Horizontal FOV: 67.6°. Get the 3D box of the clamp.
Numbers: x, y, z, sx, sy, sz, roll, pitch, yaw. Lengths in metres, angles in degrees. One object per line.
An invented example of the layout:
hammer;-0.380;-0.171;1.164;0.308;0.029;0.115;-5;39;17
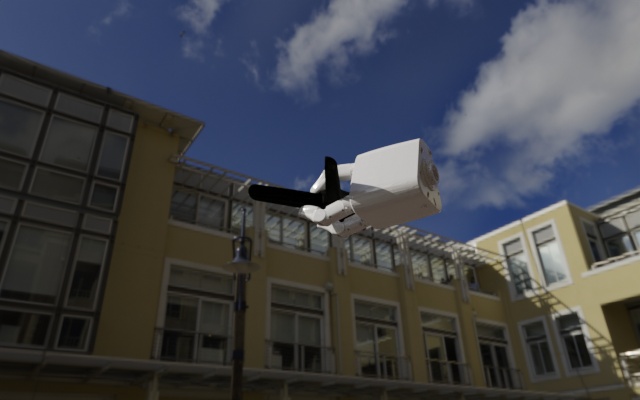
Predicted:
clamp;0.001;0.002;0.765;0.164;0.036;0.210;-12;-30;30
